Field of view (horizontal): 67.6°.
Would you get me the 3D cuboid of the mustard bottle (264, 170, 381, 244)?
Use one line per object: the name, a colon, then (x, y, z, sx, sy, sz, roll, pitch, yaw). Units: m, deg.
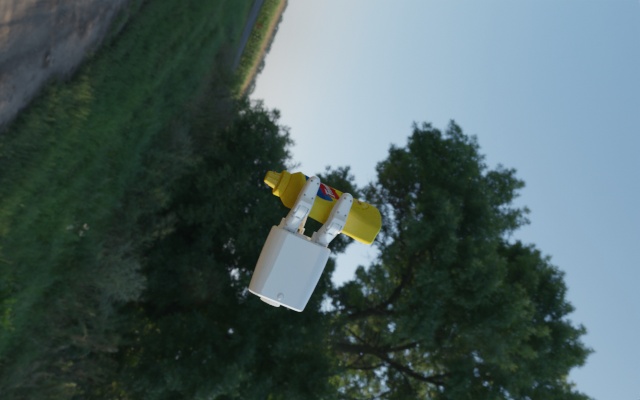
mustard bottle: (0.001, 0.002, 0.759, 0.191, 0.058, 0.096, 25, 18, -14)
